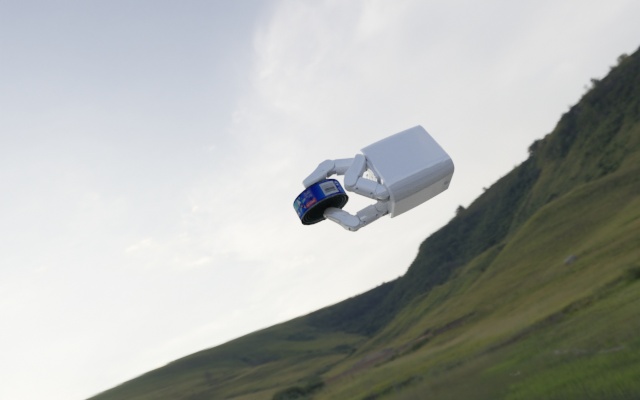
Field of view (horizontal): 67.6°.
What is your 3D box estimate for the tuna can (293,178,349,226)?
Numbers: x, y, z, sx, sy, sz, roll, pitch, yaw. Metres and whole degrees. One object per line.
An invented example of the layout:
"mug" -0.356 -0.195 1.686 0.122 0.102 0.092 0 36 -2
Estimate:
"tuna can" 0.000 0.002 0.753 0.086 0.033 0.086 -26 -21 -11
